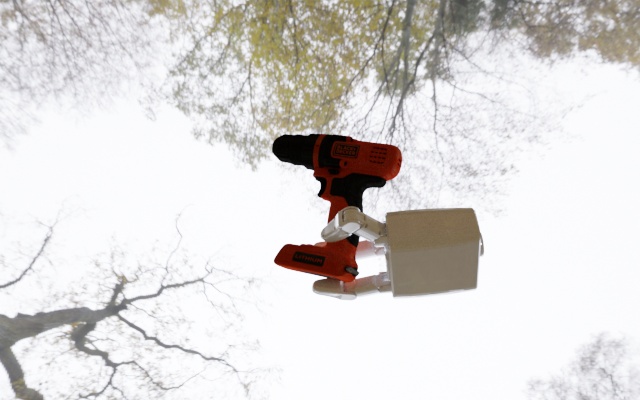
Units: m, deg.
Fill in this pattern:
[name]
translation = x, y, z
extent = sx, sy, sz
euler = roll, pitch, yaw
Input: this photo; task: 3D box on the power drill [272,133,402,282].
[power drill]
translation = 0.000, 0.003, 0.622
extent = 0.184, 0.187, 0.057
euler = 9, -12, 25
